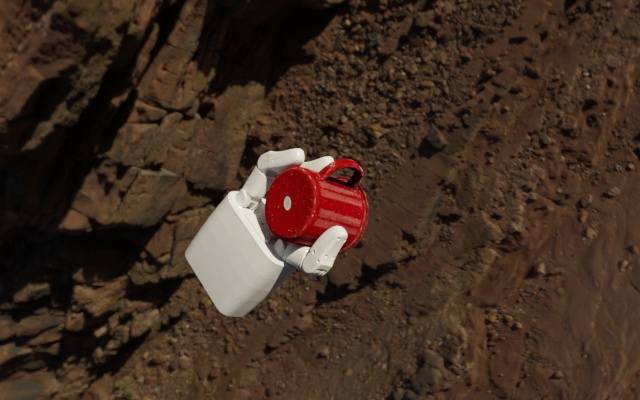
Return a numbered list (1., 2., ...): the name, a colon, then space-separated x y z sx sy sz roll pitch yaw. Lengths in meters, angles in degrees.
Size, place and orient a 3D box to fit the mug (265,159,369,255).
1. mug: 0.001 0.001 0.526 0.081 0.117 0.093 16 33 -47
